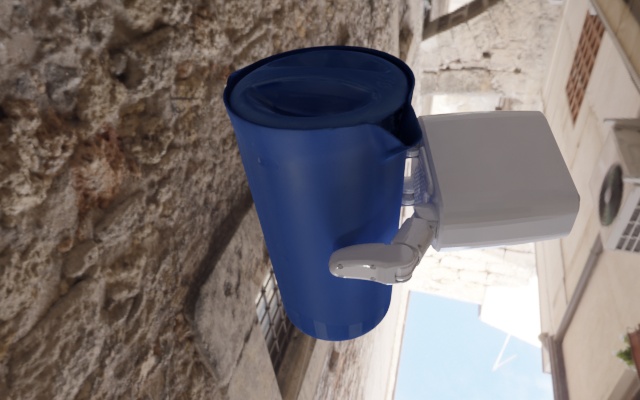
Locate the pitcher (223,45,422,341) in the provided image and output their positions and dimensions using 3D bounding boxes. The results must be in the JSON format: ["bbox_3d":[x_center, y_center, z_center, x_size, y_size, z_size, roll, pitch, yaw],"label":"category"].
[{"bbox_3d":[0.000,0.001,0.409,0.145,0.243,0.149,-5,39,1],"label":"pitcher"}]
